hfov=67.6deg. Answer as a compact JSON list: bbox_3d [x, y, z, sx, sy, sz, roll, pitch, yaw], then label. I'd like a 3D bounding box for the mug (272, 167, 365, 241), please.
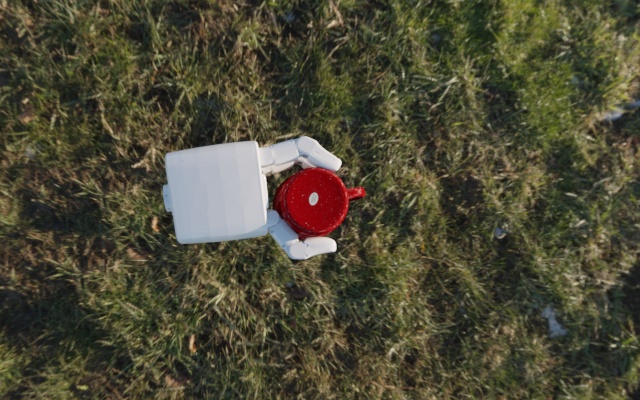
[{"bbox_3d":[0.002,0.002,0.601,0.117,0.093,0.081,-10,-4,-10],"label":"mug"}]
